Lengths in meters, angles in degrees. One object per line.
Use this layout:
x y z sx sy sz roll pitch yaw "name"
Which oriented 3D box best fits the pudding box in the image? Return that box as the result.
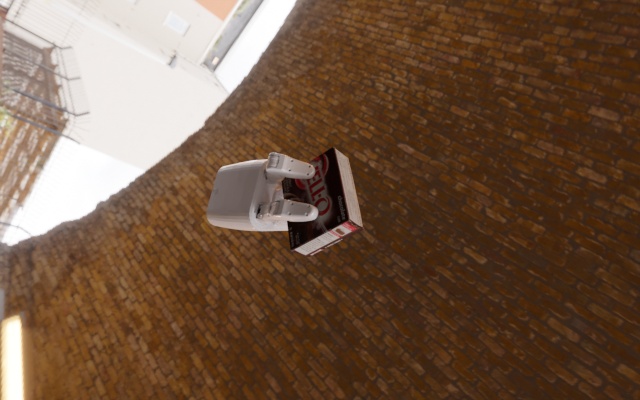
0.000 0.002 0.596 0.090 0.113 0.039 -31 -36 28 "pudding box"
